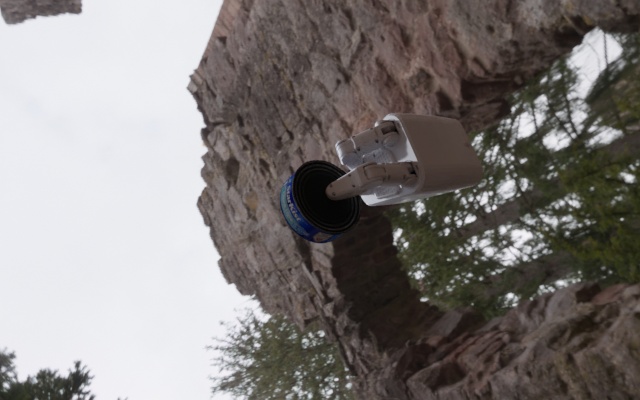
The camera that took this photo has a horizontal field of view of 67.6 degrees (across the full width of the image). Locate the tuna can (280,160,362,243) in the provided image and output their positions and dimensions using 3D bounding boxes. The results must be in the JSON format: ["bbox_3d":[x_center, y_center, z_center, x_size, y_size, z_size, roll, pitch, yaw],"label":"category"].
[{"bbox_3d":[0.000,0.002,0.513,0.086,0.086,0.034,0,-25,-35],"label":"tuna can"}]
